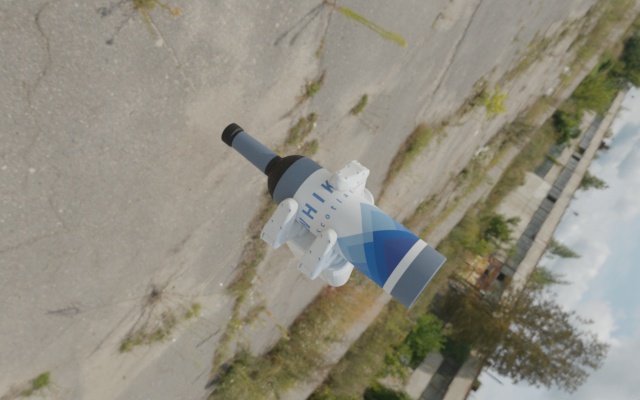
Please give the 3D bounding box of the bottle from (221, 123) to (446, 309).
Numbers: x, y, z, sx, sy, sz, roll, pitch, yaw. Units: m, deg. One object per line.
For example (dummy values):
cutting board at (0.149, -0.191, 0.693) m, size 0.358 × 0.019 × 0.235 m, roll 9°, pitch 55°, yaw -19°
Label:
bottle at (0.000, 0.002, 0.541) m, size 0.295 × 0.069 × 0.069 m, roll 37°, pitch 12°, yaw 17°
